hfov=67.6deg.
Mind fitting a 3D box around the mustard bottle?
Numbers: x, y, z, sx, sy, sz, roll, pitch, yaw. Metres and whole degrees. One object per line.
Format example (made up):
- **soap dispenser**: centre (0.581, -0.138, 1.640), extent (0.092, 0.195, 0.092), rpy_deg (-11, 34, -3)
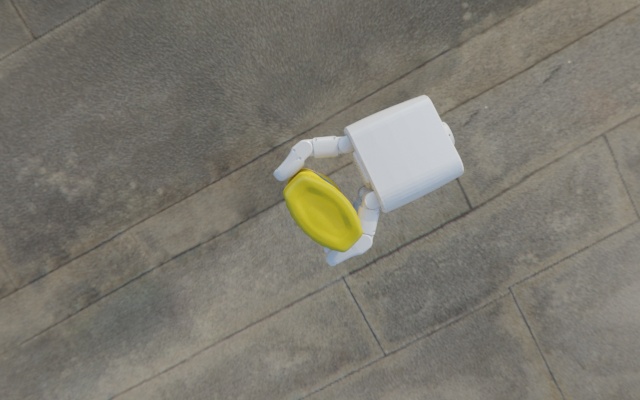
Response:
- **mustard bottle**: centre (0.000, 0.002, 0.594), extent (0.096, 0.058, 0.191), rpy_deg (42, 4, -7)
